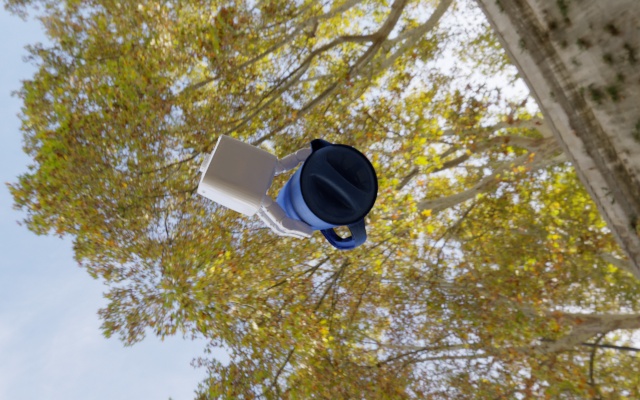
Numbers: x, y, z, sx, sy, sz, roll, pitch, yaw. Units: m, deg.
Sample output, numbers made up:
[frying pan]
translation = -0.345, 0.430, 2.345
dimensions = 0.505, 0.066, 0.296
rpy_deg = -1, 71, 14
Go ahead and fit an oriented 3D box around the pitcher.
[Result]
[pitcher]
translation = 0.000, 0.003, 0.858
dimensions = 0.145, 0.149, 0.243
rpy_deg = 20, -15, -13
